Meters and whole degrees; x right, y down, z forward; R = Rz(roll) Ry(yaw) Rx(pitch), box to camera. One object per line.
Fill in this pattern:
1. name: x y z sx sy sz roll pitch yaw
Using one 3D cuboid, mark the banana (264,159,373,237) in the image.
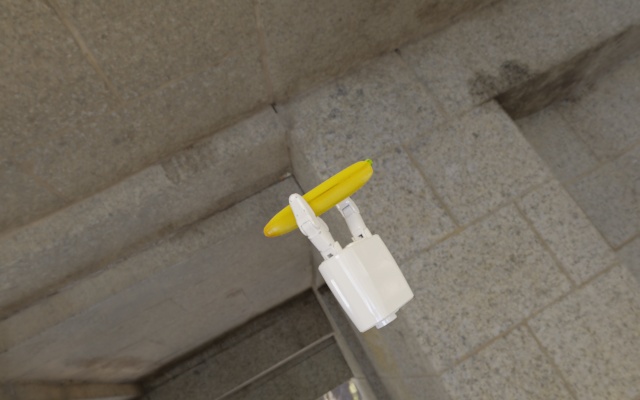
1. banana: 0.004 -0.002 0.692 0.198 0.037 0.069 -32 -6 -7
